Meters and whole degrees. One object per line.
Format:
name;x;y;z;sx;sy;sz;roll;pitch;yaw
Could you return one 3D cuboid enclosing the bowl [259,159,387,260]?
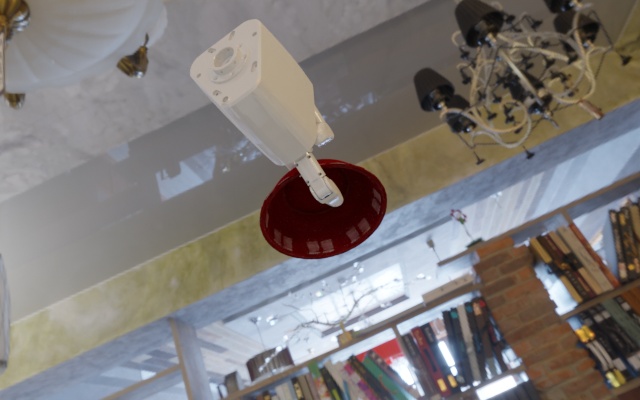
bowl;0.000;0.003;0.610;0.162;0.162;0.055;0;41;-16
